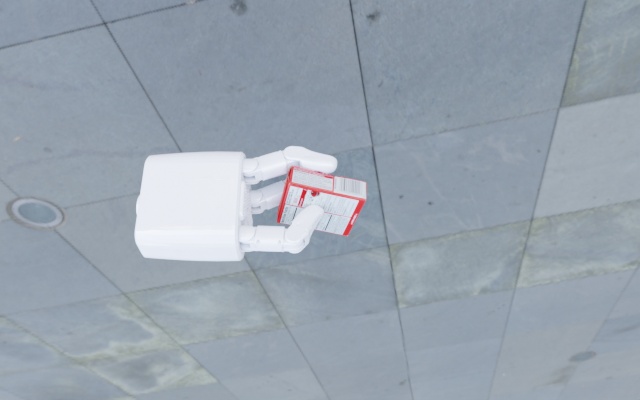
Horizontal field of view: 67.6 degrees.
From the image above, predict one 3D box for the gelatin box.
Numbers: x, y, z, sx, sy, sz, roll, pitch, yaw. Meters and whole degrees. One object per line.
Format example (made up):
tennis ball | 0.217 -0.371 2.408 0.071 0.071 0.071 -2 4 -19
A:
gelatin box | 0.000 0.002 0.541 0.089 0.030 0.073 12 -40 -7
